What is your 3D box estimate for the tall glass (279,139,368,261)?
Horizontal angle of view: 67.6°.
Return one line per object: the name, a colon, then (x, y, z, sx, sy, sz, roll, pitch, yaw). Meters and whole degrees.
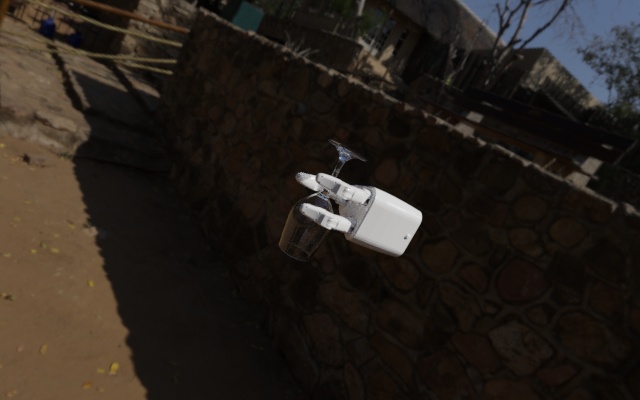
tall glass: (0.000, 0.002, 0.807, 0.079, 0.201, 0.079, 27, 12, -6)
